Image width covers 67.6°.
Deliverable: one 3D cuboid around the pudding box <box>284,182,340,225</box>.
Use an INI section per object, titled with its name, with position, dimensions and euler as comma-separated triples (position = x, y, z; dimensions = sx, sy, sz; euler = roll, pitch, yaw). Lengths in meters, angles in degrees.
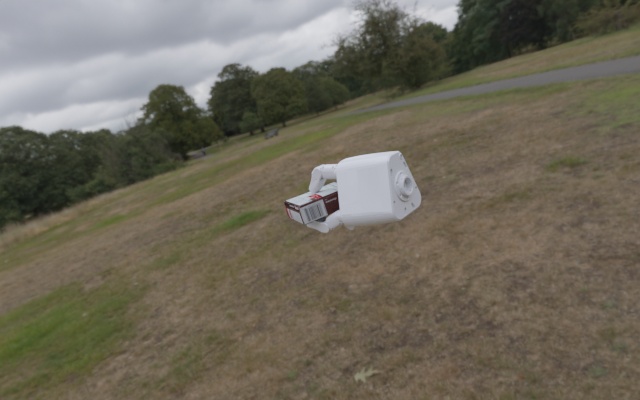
[pudding box]
position = 0.000, 0.003, 0.880
dimensions = 0.113, 0.039, 0.090
euler = -20, 12, -18
